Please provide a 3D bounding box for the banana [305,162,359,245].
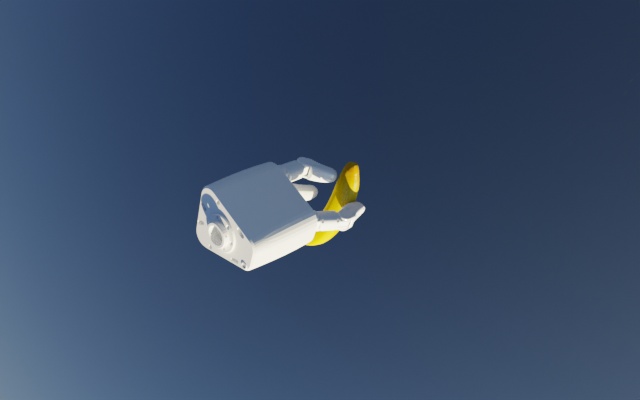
[{"bbox_3d":[0.008,0.020,0.716,0.037,0.069,0.198,-20,-15,-41],"label":"banana"}]
